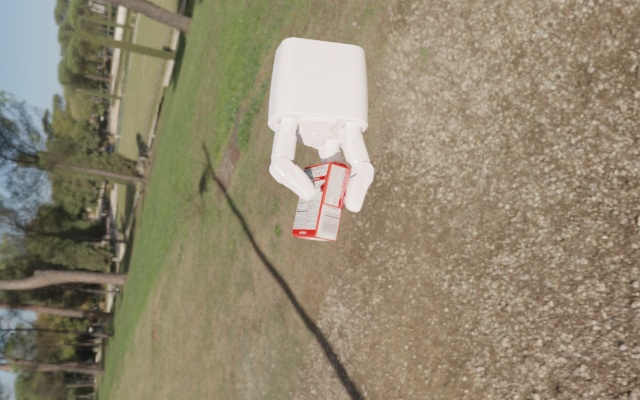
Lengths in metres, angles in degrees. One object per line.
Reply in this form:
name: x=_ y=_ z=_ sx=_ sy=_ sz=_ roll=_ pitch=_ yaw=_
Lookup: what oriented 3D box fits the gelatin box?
gelatin box: x=0.000 y=0.002 z=0.562 sx=0.030 sy=0.089 sz=0.073 roll=15 pitch=-9 yaw=-24
